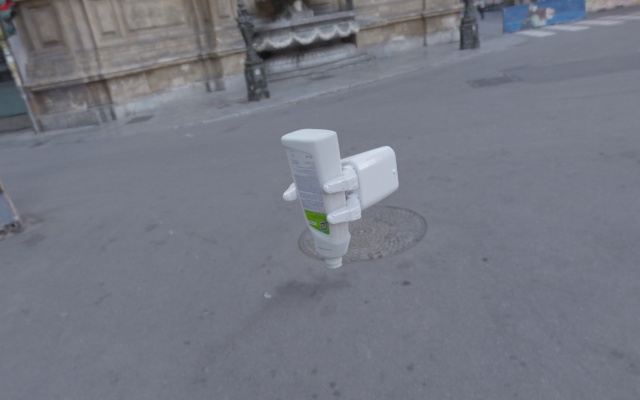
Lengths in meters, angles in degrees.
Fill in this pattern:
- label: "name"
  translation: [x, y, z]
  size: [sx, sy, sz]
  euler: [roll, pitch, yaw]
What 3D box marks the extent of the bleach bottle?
- label: "bleach bottle"
  translation: [0.000, 0.003, 0.854]
  size: [0.068, 0.251, 0.102]
  euler: [-26, 26, -36]
